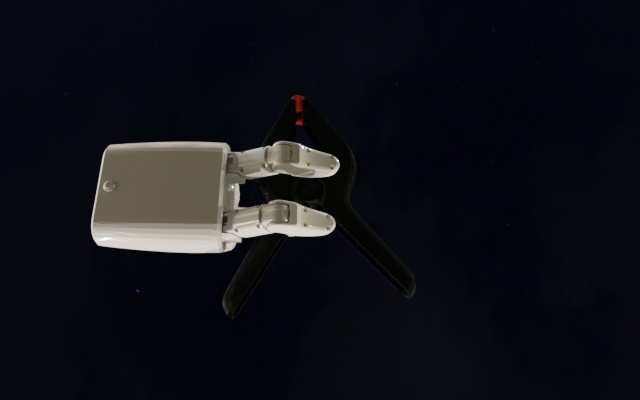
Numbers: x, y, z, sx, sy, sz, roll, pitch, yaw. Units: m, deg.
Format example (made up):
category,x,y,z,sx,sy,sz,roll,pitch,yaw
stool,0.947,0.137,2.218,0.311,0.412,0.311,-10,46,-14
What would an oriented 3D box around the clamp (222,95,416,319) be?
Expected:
category,x,y,z,sx,sy,sz,roll,pitch,yaw
clamp,0.000,0.001,0.438,0.164,0.210,0.036,1,-21,-4
